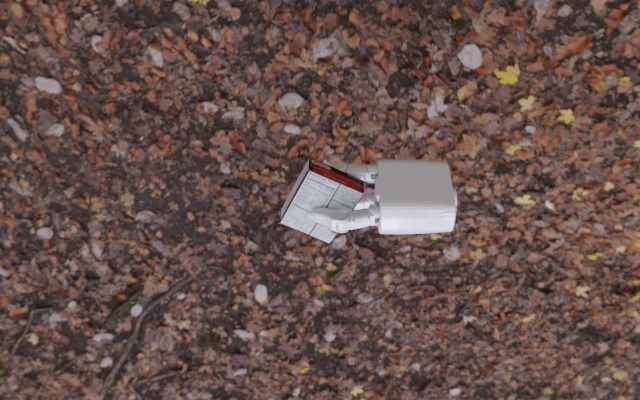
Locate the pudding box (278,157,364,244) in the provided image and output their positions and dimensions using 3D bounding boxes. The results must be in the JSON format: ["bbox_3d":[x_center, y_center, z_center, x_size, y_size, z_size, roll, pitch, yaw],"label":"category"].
[{"bbox_3d":[0.000,0.002,0.705,0.090,0.113,0.039,24,32,-12],"label":"pudding box"}]
